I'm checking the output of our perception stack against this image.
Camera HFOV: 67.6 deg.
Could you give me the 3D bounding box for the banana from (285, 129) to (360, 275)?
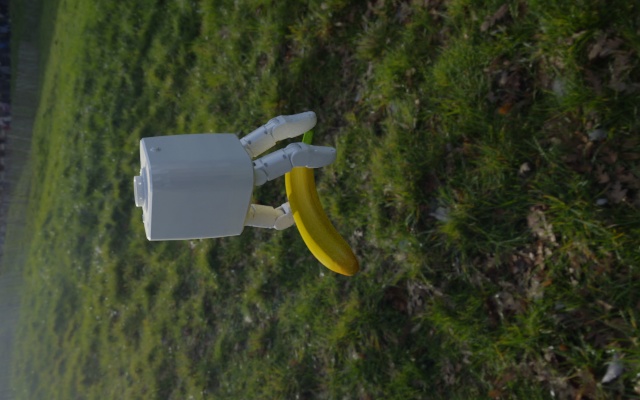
[{"bbox_3d":[-0.007,0.010,0.553,0.037,0.197,0.070,-3,-34,-26],"label":"banana"}]
